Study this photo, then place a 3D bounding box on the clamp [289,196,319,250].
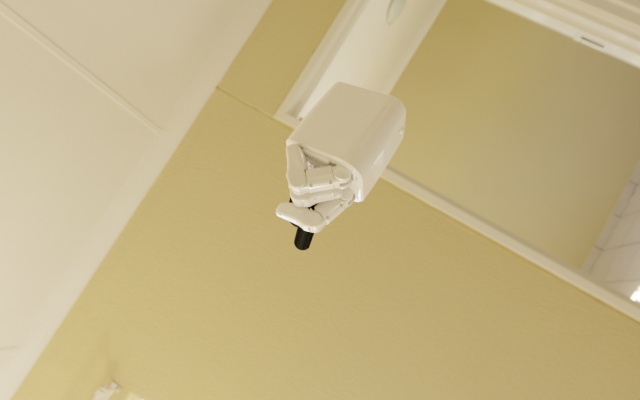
[{"bbox_3d":[0.000,0.002,0.658,0.039,0.120,0.171,34,-15,14],"label":"clamp"}]
